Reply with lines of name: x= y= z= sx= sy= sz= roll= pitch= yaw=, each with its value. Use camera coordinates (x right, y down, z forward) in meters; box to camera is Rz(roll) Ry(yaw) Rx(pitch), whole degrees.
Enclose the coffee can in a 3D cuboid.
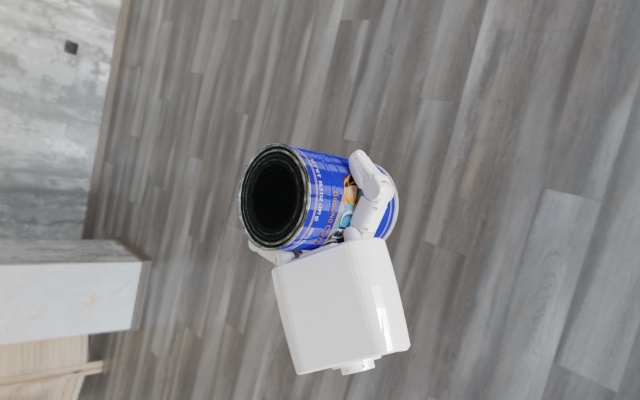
coffee can: x=0.000 y=0.001 z=0.499 sx=0.103 sy=0.103 sz=0.140 roll=0 pitch=-4 yaw=43
